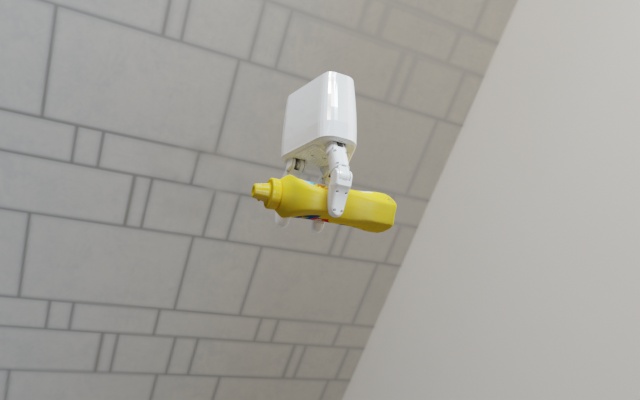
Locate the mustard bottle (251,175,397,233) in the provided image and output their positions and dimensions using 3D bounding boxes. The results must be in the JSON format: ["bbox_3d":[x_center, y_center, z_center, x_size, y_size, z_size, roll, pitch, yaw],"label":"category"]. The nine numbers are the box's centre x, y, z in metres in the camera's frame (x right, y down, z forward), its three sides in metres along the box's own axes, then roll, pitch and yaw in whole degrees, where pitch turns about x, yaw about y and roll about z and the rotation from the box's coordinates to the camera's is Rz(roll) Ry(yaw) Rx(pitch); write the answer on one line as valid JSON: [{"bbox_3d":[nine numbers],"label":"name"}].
[{"bbox_3d":[0.000,0.003,0.651,0.191,0.058,0.096,11,1,-23],"label":"mustard bottle"}]
